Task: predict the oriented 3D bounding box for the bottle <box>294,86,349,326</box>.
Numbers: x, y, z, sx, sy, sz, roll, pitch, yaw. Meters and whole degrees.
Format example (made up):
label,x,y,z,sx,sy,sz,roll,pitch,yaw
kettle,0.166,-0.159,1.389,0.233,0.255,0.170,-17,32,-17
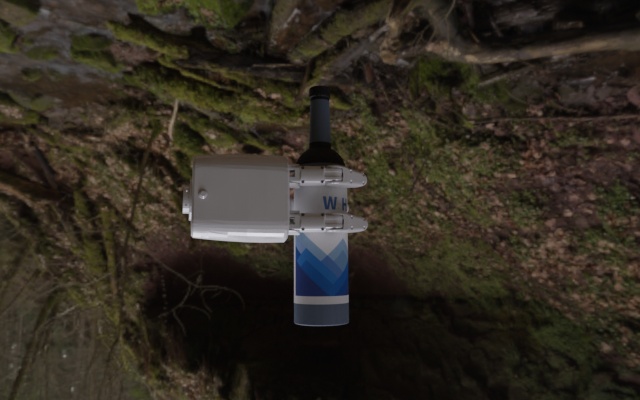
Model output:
label,x,y,z,sx,sy,sz,roll,pitch,yaw
bottle,0.000,0.002,0.597,0.069,0.295,0.069,0,-8,0
